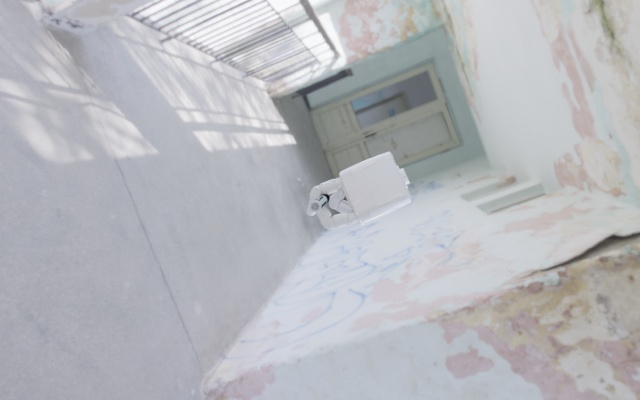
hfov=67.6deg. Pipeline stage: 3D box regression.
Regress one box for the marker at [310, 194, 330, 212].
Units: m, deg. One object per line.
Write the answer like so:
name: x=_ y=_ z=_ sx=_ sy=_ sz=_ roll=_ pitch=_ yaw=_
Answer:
marker: x=0.000 y=0.003 z=0.879 sx=0.020 sy=0.020 sz=0.121 roll=0 pitch=7 yaw=9
